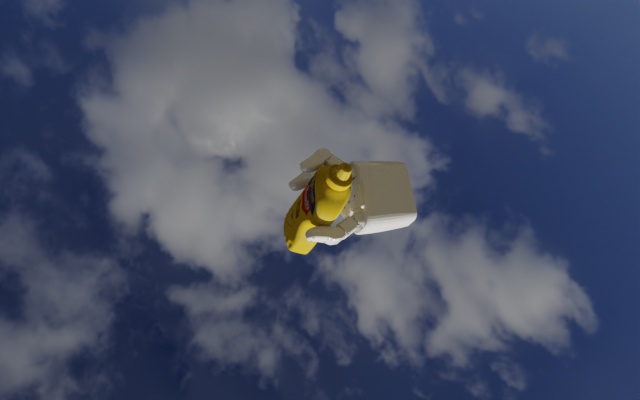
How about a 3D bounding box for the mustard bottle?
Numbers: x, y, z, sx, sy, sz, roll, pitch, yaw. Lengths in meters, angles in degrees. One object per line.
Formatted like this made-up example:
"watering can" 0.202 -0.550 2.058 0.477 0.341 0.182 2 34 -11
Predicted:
"mustard bottle" 0.000 0.003 0.749 0.058 0.096 0.192 17 -38 -17
